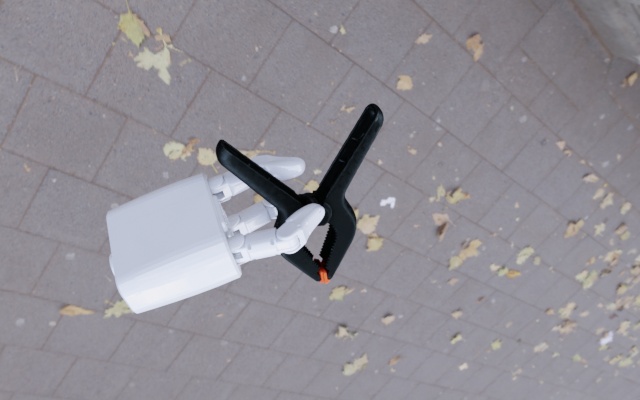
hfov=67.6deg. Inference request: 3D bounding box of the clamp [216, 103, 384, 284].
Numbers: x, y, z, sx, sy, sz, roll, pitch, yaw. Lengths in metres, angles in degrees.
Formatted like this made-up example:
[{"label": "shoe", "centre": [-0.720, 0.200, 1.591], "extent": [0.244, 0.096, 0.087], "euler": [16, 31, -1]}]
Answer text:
[{"label": "clamp", "centre": [0.000, 0.003, 0.504], "extent": [0.164, 0.210, 0.036], "euler": [-20, 38, -7]}]
